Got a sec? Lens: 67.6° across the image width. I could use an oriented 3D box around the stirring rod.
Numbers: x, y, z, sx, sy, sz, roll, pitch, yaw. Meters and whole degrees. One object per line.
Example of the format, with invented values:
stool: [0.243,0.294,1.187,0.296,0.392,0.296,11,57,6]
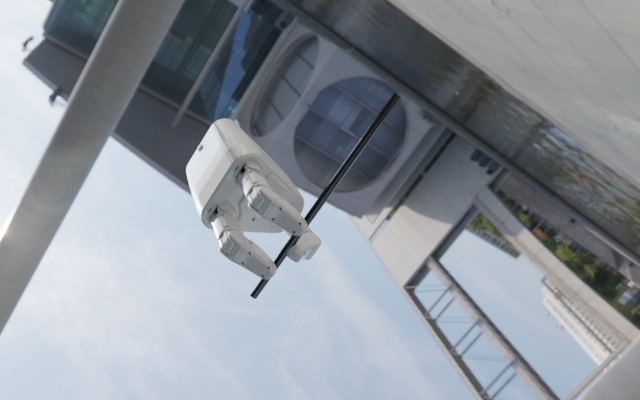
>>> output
stirring rod: [0.000,0.001,0.451,0.011,0.239,0.011,33,15,-10]
